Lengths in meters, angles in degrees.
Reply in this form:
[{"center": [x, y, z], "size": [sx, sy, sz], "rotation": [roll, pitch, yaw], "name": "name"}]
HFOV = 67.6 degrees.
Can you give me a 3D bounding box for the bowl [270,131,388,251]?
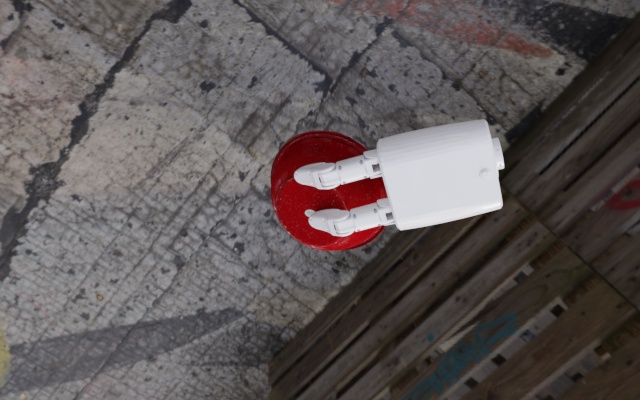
[{"center": [-0.001, 0.002, 0.568], "size": [0.162, 0.162, 0.055], "rotation": [0, 26, 26], "name": "bowl"}]
